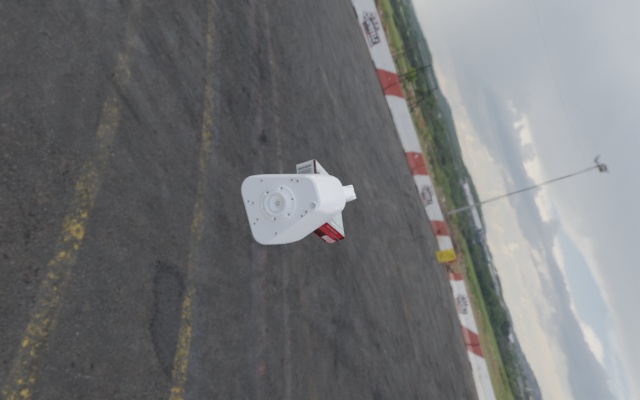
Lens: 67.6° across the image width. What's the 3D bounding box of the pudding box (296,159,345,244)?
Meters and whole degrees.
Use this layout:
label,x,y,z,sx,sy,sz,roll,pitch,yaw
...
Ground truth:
label,x,y,z,sx,sy,sz,roll,pitch,yaw
pudding box,0.000,0.002,0.773,0.039,0.113,0.090,-17,-33,21
